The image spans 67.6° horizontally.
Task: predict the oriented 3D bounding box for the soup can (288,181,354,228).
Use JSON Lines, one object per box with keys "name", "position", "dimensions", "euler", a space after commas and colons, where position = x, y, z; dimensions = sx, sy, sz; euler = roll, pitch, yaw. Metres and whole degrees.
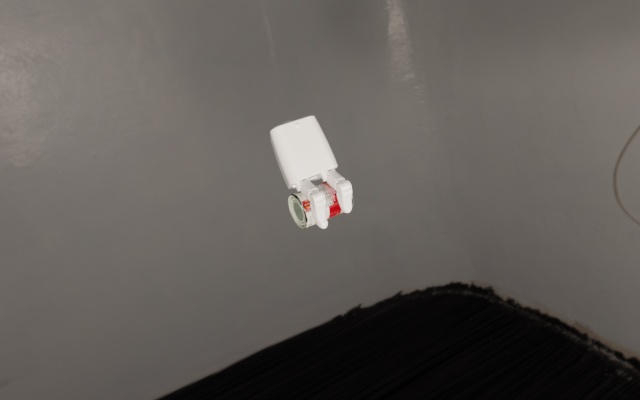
{"name": "soup can", "position": [0.000, 0.003, 0.878], "dimensions": [0.102, 0.068, 0.068], "euler": [-22, 9, -23]}
